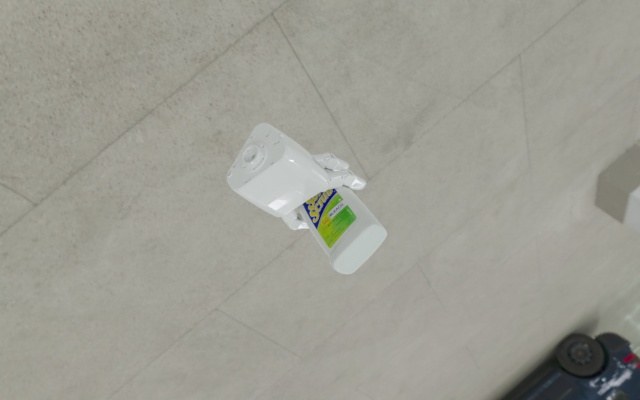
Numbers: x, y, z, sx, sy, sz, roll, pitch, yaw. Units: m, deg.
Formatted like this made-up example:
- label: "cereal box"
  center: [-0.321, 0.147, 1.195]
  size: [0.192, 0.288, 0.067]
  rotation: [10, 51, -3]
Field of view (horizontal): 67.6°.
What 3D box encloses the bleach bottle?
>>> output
- label: "bleach bottle"
  center: [0.000, 0.003, 0.807]
  size: [0.068, 0.102, 0.250]
  rotation: [33, 12, -50]
